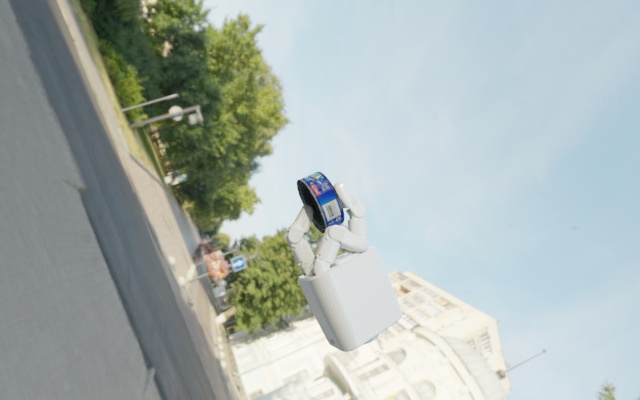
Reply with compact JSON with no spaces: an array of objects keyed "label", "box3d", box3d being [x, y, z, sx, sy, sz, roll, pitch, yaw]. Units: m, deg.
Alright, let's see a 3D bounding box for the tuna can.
[{"label":"tuna can","box3d":[0.001,0.002,0.688,0.034,0.086,0.086,-26,7,-14]}]
